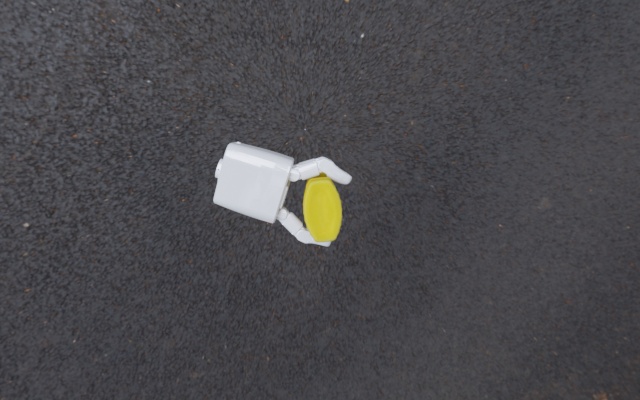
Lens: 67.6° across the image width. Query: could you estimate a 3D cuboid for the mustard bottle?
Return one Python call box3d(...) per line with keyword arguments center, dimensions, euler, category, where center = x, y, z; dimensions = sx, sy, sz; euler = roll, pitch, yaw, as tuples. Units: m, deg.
box3d(center=(0.000, 0.003, 0.794), dimensions=(0.058, 0.096, 0.191), euler=(-7, 9, -1), category="mustard bottle")
